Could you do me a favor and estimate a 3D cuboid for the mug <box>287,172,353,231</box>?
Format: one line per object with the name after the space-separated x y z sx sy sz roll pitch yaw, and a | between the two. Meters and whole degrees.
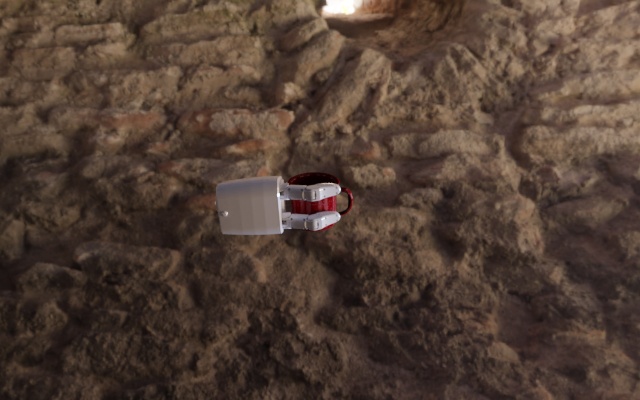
0.002 0.003 0.866 0.117 0.081 0.093 -2 25 0 | mug
